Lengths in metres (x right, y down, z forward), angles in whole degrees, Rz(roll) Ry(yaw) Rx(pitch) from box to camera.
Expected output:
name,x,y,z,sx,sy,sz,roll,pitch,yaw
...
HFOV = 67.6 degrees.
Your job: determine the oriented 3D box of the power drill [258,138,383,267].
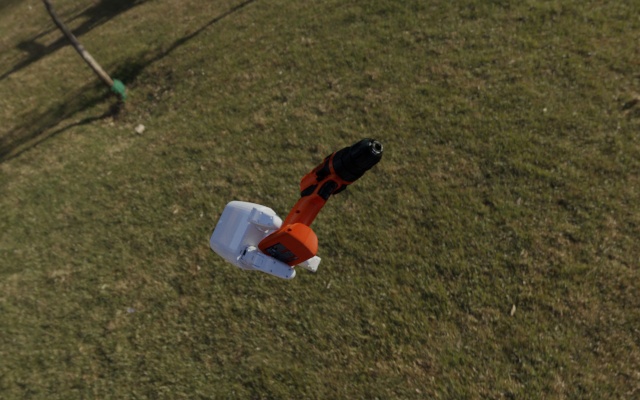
name,x,y,z,sx,sy,sz,roll,pitch,yaw
power drill,0.000,0.003,0.684,0.057,0.187,0.184,42,-35,-12
